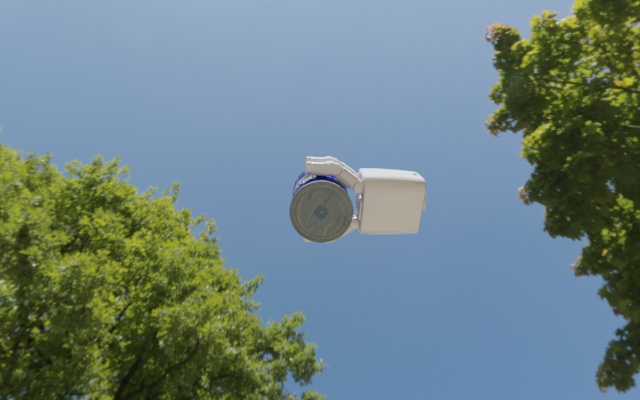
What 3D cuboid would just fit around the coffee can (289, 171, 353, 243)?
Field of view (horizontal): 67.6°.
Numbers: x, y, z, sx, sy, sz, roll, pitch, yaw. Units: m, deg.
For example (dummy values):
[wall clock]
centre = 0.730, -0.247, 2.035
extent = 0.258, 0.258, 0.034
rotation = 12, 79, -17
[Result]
[coffee can]
centre = 0.000, 0.003, 0.831
extent = 0.103, 0.103, 0.140
rotation = 0, 14, -1
